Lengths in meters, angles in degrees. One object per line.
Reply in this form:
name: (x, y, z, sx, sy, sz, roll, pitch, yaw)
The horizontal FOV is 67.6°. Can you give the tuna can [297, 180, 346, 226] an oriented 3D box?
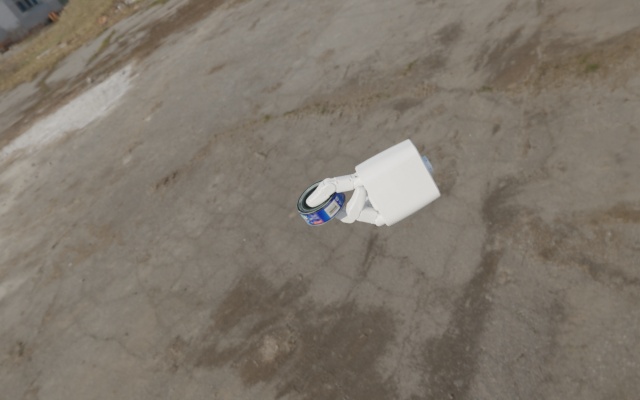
tuna can: (0.000, 0.002, 0.859, 0.086, 0.086, 0.034, 0, -41, 44)
